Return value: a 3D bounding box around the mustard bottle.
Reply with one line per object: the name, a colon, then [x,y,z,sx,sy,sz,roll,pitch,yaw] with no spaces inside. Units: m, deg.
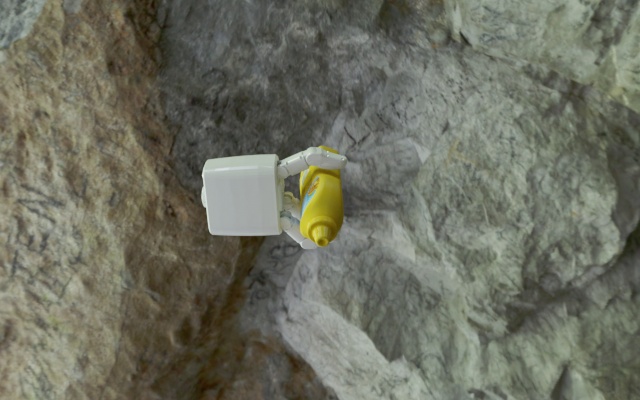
mustard bottle: [0.000,0.002,0.700,0.058,0.096,0.191,18,30,-12]
